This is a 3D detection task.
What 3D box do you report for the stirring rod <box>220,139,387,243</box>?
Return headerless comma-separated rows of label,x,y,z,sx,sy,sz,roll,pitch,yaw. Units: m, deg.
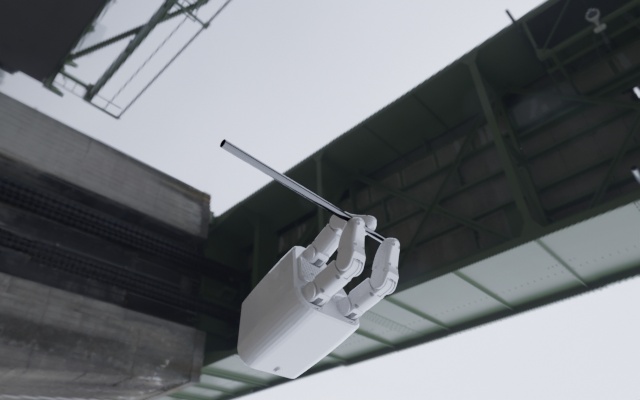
stirring rod,0.000,0.002,0.473,0.240,0.011,0.011,31,-20,-37
